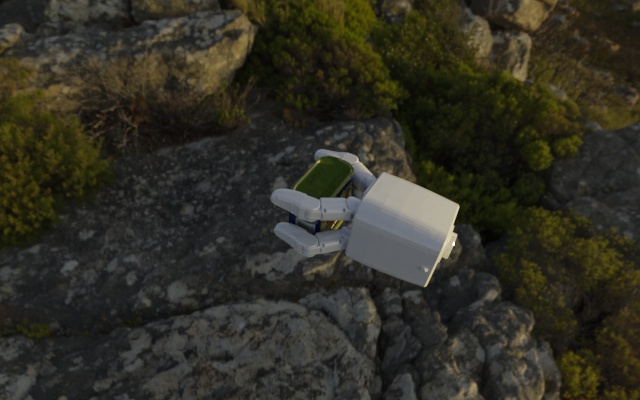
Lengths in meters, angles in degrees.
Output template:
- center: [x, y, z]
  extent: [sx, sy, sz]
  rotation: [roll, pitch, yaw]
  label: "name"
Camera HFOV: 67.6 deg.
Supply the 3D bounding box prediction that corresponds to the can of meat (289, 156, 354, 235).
- center: [0.000, 0.002, 0.622]
  extent: [0.057, 0.084, 0.102]
  rotation: [26, 50, 16]
  label: "can of meat"
